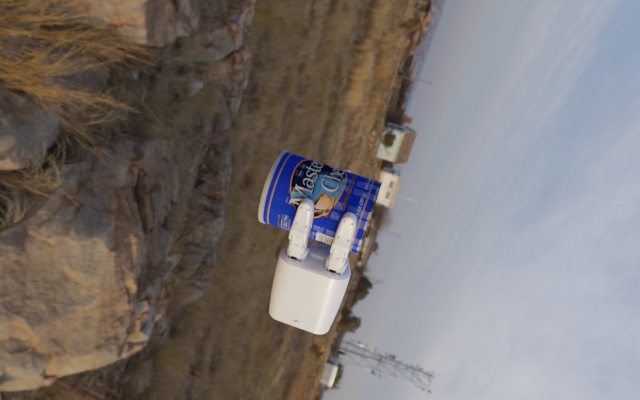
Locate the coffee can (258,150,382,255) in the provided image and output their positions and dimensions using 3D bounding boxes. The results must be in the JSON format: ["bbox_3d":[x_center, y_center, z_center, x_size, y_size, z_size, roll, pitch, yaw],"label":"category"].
[{"bbox_3d":[0.000,0.002,0.642,0.140,0.103,0.103,18,2,6],"label":"coffee can"}]
